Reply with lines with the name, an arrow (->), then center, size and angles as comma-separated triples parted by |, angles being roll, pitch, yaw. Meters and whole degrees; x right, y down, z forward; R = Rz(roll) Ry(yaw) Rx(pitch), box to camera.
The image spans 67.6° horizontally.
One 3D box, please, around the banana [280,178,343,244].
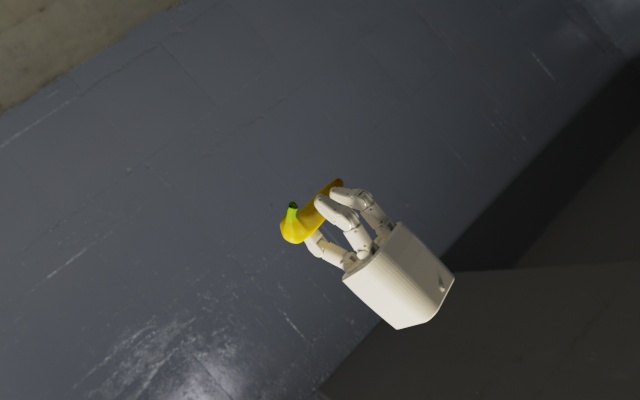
banana -> -0.011, 0.017, 0.649 | 0.037, 0.070, 0.197 | 39, 21, 6
